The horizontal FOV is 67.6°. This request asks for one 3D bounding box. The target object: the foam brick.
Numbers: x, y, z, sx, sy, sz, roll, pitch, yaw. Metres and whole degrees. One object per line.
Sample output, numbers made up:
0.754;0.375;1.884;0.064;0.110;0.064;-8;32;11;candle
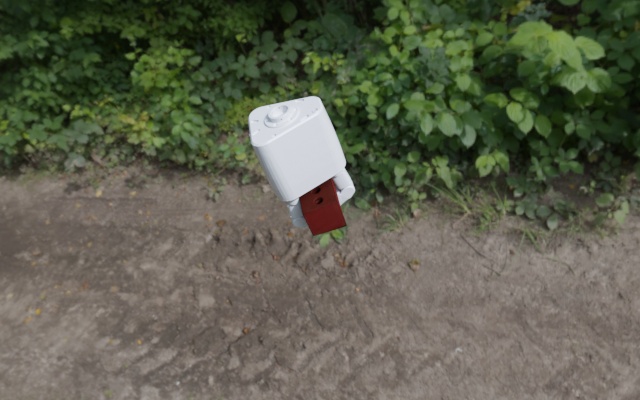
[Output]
0.000;0.003;0.696;0.053;0.051;0.078;-19;43;4;foam brick
